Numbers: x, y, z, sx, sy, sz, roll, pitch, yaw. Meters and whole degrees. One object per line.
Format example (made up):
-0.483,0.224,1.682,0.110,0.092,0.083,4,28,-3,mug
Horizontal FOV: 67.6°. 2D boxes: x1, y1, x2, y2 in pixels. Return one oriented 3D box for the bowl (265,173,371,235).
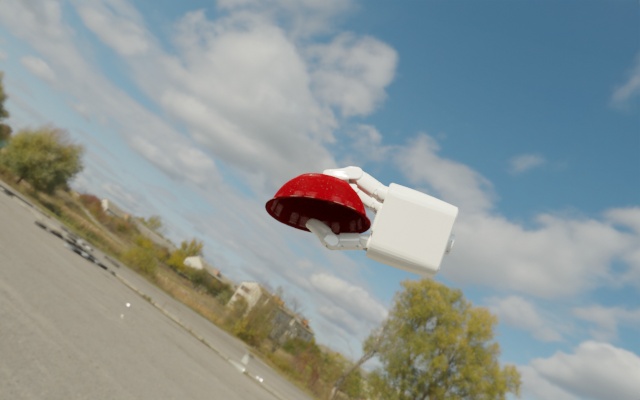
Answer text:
-0.001,0.002,0.725,0.162,0.055,0.162,9,-21,3,bowl
